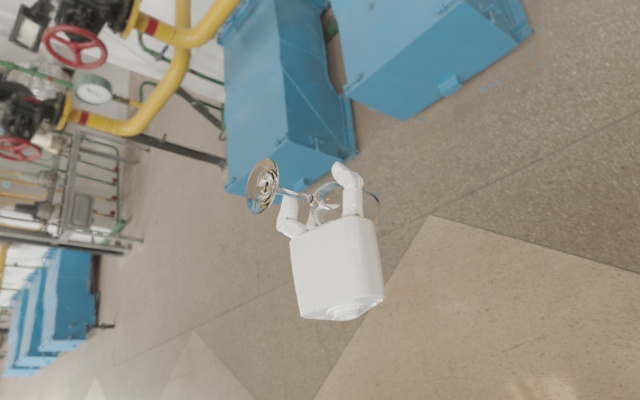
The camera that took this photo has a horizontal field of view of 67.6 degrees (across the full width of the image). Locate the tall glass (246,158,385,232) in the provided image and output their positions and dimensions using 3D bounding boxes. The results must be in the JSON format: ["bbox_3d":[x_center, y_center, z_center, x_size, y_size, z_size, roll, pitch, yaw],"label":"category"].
[{"bbox_3d":[0.000,0.002,0.671,0.201,0.079,0.079,15,-9,-38],"label":"tall glass"}]
